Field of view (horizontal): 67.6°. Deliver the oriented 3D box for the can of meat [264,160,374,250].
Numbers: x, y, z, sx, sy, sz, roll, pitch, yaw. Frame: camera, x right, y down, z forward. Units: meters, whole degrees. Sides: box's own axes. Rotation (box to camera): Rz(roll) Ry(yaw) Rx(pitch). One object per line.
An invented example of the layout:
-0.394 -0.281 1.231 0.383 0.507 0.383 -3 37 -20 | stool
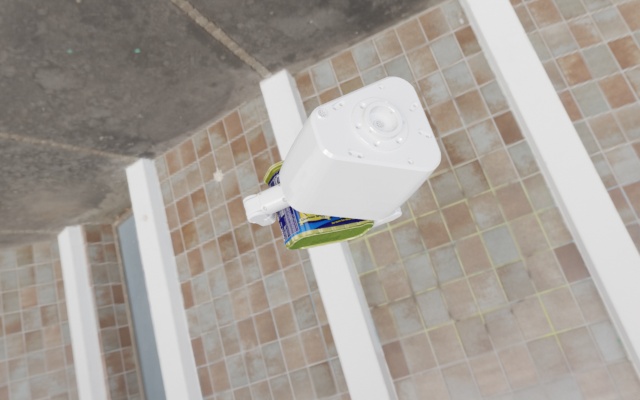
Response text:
0.000 0.002 0.513 0.102 0.084 0.057 -9 -20 -26 | can of meat
